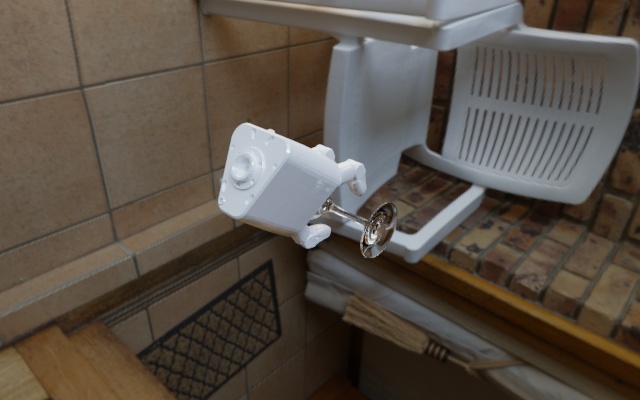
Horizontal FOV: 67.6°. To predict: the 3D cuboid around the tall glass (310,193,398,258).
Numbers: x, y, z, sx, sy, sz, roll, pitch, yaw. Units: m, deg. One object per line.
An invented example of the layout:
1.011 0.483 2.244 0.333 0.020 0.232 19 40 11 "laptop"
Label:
0.001 0.002 0.645 0.201 0.079 0.079 25 15 35 "tall glass"
